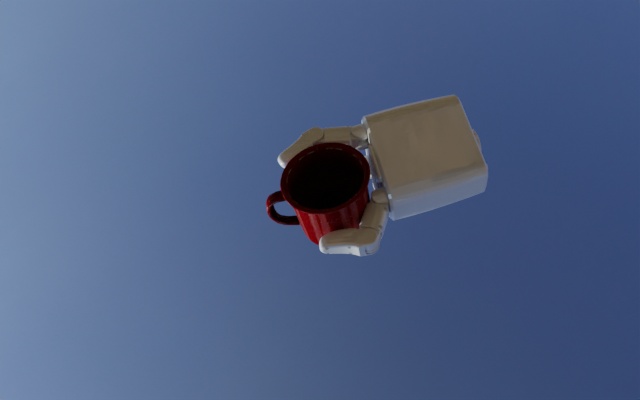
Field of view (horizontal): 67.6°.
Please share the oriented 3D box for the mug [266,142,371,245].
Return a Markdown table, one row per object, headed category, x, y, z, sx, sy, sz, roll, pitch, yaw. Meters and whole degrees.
| category | x | y | z | sx | sy | sz | roll | pitch | yaw |
| --- | --- | --- | --- | --- | --- | --- | --- | --- | --- |
| mug | -0.001 | 0.002 | 0.515 | 0.117 | 0.093 | 0.082 | -14 | -38 | 3 |
